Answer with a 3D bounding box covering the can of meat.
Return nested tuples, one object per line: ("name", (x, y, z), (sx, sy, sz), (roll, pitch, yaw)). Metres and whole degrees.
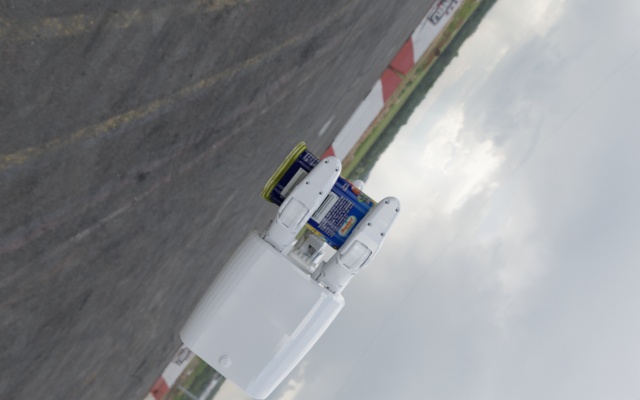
("can of meat", (0.000, 0.002, 0.424), (0.084, 0.057, 0.102), (38, -4, 2))
